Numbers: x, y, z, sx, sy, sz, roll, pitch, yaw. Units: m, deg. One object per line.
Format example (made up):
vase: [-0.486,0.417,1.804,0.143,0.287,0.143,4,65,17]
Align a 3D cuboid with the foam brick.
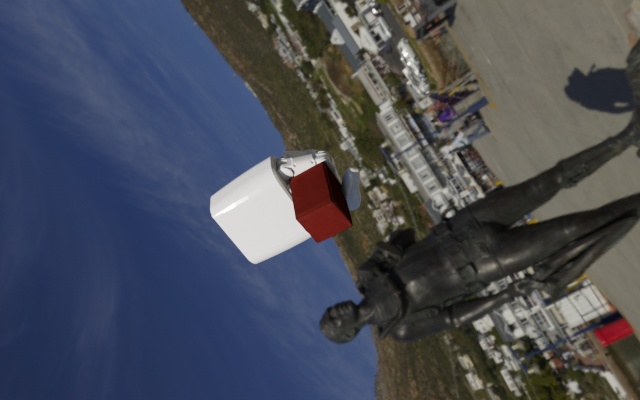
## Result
foam brick: [0.000,0.002,0.583,0.051,0.078,0.053,-28,-51,13]
